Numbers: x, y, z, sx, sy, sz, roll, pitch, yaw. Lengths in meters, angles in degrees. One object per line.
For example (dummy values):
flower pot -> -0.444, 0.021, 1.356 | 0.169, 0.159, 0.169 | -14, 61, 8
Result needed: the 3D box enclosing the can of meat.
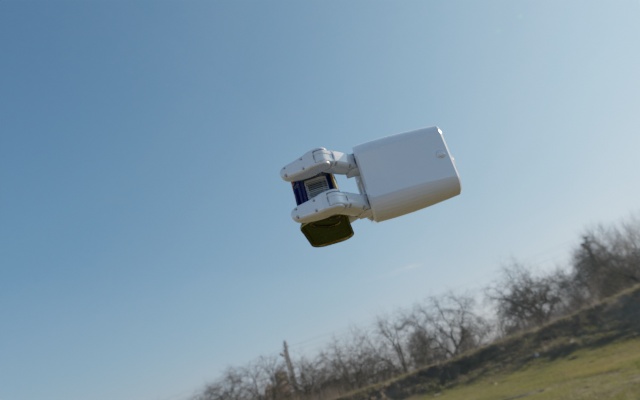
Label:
can of meat -> 0.000, 0.002, 0.595 | 0.057, 0.084, 0.102 | -17, -23, 4
